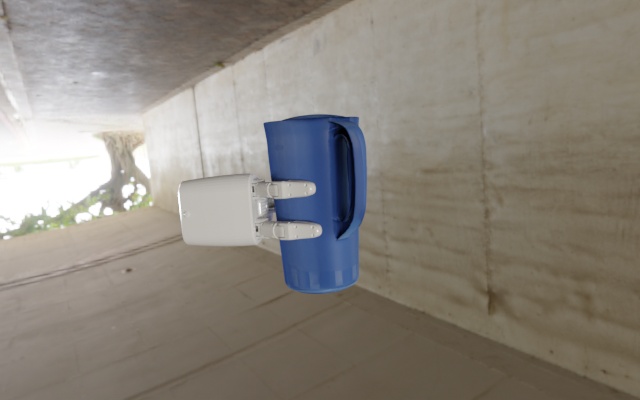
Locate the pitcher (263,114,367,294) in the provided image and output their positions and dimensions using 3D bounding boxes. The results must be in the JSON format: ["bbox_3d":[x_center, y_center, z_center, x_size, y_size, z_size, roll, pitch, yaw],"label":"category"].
[{"bbox_3d":[0.000,0.002,0.668,0.145,0.243,0.149,-3,7,10],"label":"pitcher"}]
